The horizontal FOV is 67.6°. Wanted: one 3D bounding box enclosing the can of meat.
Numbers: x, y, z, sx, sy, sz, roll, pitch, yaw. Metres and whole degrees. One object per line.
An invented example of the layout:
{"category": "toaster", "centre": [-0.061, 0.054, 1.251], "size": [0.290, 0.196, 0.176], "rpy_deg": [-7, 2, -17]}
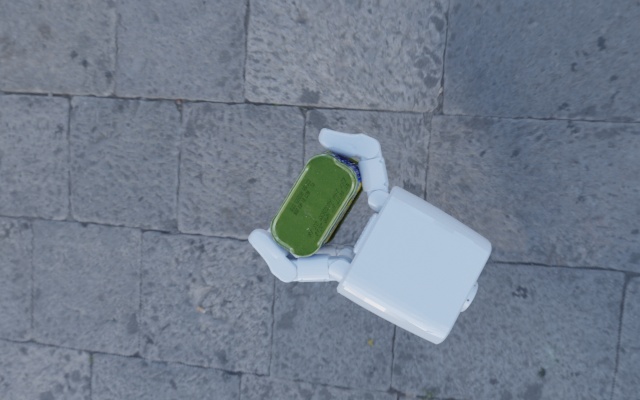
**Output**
{"category": "can of meat", "centre": [0.000, 0.001, 0.469], "size": [0.057, 0.102, 0.084], "rpy_deg": [32, 10, 5]}
